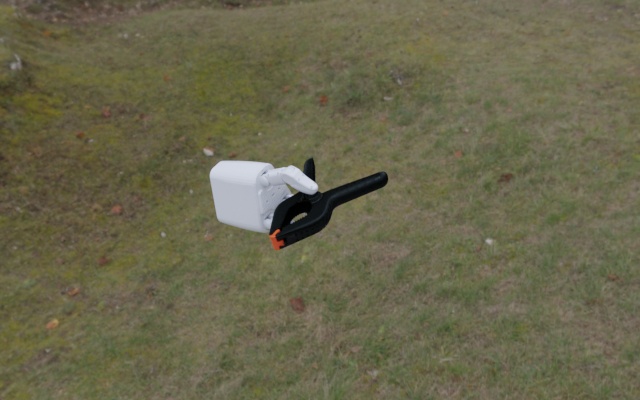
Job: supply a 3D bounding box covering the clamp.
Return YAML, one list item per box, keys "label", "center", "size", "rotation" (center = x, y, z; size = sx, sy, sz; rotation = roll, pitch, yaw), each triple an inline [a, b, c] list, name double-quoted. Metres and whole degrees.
- label: "clamp"
  center: [-0.001, 0.002, 0.750]
  size: [0.164, 0.036, 0.210]
  rotation: [8, 42, 32]
